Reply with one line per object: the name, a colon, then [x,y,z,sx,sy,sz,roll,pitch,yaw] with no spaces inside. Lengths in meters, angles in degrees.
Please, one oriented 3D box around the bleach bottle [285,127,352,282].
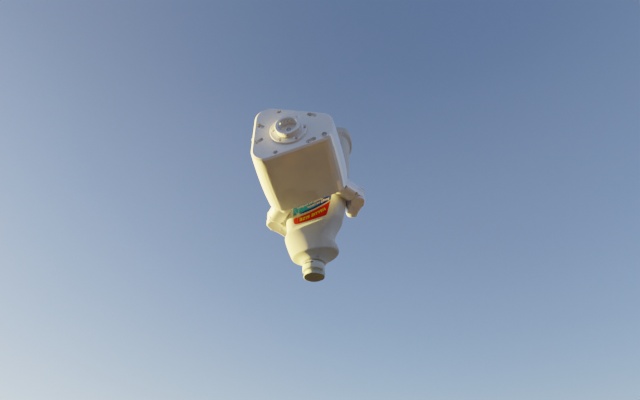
bleach bottle: [0.000,0.002,0.717,0.102,0.250,0.068,-5,-37,7]
